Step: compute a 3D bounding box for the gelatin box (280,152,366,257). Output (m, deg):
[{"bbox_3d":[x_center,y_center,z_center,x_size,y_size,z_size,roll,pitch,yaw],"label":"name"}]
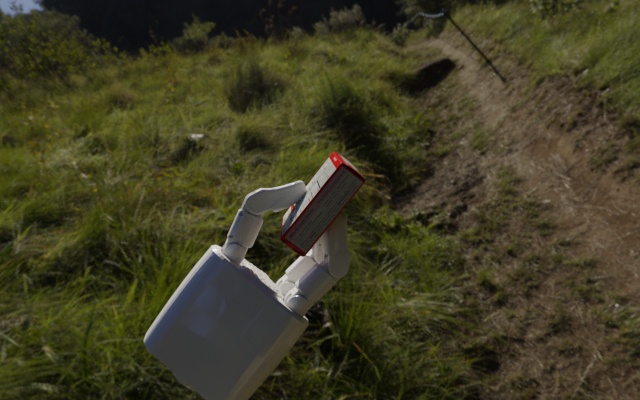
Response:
[{"bbox_3d":[0.000,0.001,0.443,0.030,0.089,0.073,36,8,-11],"label":"gelatin box"}]
